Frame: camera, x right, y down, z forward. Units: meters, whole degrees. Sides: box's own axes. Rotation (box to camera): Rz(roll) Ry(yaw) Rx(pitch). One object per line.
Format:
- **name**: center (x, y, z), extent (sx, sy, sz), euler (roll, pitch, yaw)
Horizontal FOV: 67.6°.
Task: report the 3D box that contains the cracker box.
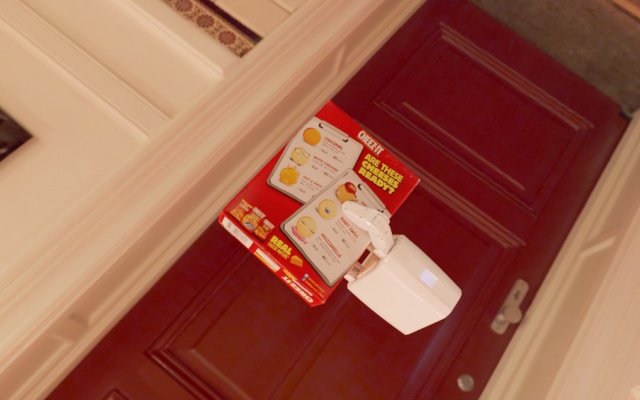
- **cracker box**: center (0.000, 0.002, 0.620), extent (0.164, 0.213, 0.072), euler (42, -23, -1)
